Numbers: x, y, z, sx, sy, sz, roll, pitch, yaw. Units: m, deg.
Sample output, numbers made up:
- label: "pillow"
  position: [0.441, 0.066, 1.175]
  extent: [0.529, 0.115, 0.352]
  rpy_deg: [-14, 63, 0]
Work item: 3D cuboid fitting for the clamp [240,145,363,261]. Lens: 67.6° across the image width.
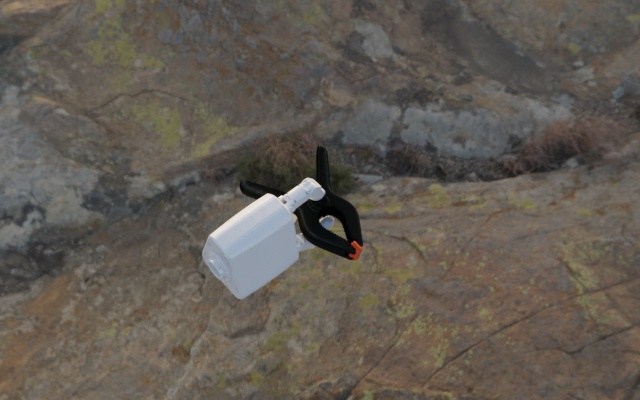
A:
- label: "clamp"
  position: [0.000, 0.002, 0.743]
  extent: [0.164, 0.210, 0.036]
  rpy_deg: [-36, -23, -29]
